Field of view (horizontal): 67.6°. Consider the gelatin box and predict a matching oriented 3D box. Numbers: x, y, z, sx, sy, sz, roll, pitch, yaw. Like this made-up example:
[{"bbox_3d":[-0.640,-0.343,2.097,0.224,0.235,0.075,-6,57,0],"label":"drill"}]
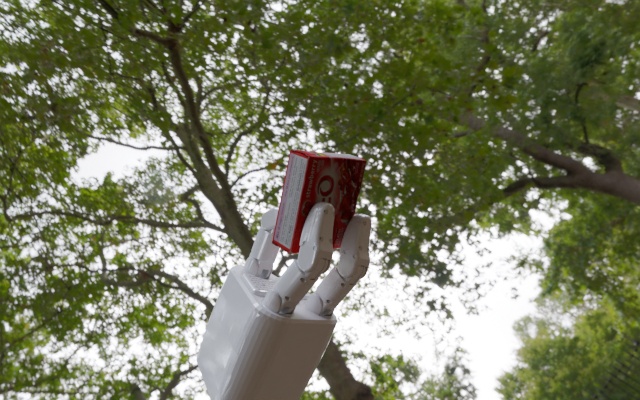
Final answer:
[{"bbox_3d":[0.000,0.001,0.432,0.073,0.089,0.030,-1,17,-44],"label":"gelatin box"}]
